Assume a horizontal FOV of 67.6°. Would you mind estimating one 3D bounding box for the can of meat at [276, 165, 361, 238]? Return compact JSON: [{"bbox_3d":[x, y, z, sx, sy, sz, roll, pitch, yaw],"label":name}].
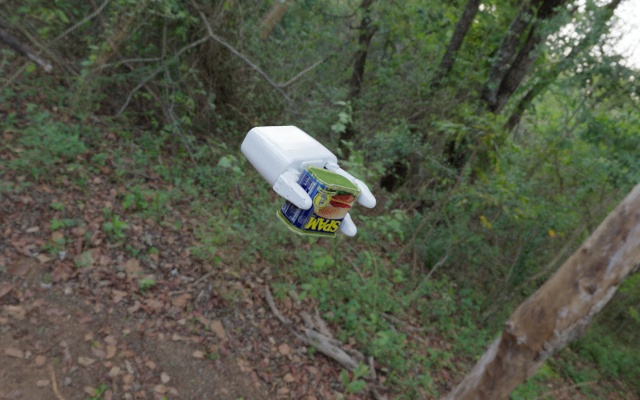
[{"bbox_3d":[0.000,0.002,0.686,0.102,0.084,0.057,11,26,-49],"label":"can of meat"}]
